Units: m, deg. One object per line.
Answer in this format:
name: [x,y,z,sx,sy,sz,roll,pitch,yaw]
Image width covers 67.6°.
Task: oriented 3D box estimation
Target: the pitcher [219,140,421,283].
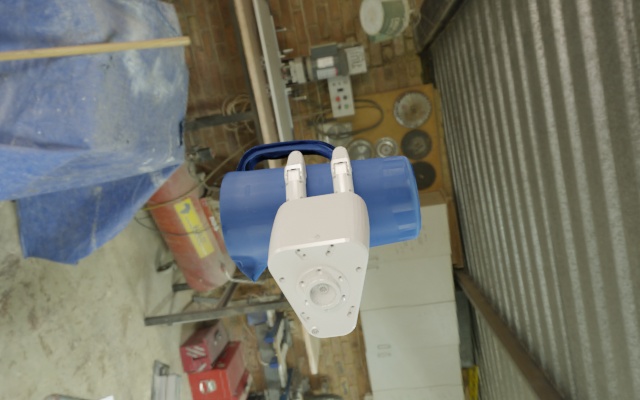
pitcher: [0.000,0.002,0.624,0.243,0.149,0.145,-8,21,6]
